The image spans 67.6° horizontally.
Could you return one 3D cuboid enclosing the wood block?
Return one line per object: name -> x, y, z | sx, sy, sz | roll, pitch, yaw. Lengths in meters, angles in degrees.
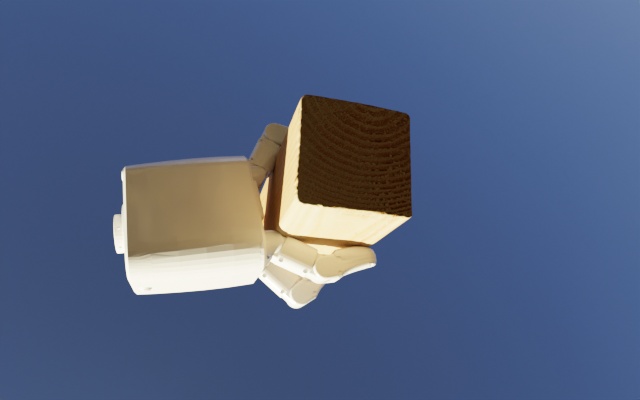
wood block -> 0.000, 0.001, 0.443 | 0.090, 0.090, 0.206 | 8, -22, -14
